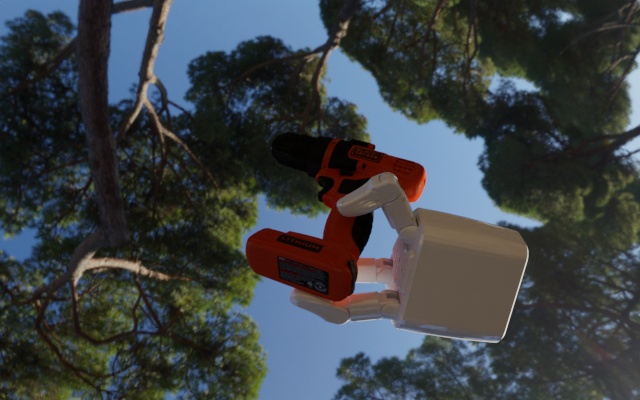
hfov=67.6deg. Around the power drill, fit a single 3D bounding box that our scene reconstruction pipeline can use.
[{"bbox_3d":[0.000,0.002,0.497,0.184,0.057,0.187,15,48,19],"label":"power drill"}]
